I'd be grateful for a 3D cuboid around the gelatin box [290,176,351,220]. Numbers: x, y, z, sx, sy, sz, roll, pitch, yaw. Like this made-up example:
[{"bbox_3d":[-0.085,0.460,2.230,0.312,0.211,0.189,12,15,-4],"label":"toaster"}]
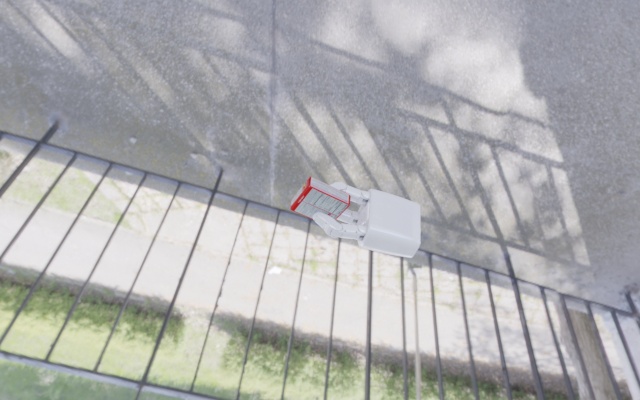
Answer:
[{"bbox_3d":[0.000,0.003,0.880,0.089,0.030,0.073,24,-48,-19],"label":"gelatin box"}]
